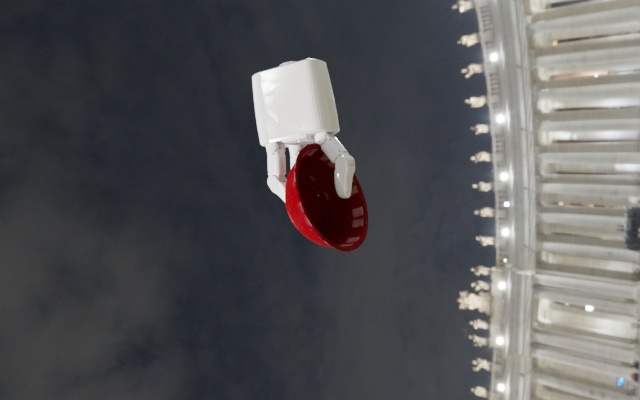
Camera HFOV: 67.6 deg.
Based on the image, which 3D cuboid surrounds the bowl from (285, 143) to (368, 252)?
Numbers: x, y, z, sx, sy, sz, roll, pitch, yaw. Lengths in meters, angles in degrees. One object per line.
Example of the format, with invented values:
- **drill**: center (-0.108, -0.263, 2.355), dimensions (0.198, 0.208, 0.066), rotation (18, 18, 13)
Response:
- **bowl**: center (0.000, 0.004, 0.683), dimensions (0.055, 0.162, 0.162), rotation (-24, -14, 34)
